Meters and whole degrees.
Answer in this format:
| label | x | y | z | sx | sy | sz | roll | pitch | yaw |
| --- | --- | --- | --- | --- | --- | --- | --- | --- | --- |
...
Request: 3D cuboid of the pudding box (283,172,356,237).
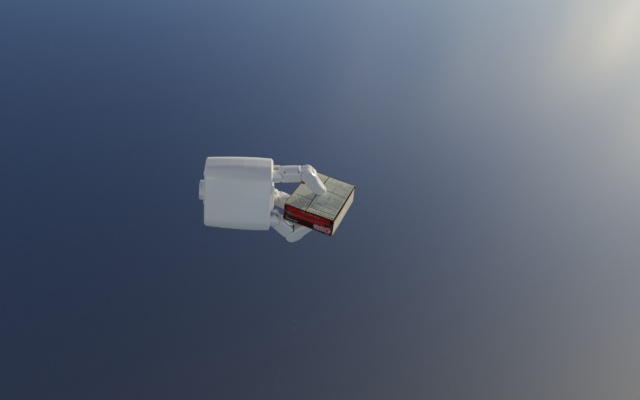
| label | x | y | z | sx | sy | sz | roll | pitch | yaw |
| --- | --- | --- | --- | --- | --- | --- | --- | --- | --- |
| pudding box | 0.000 | 0.003 | 0.811 | 0.090 | 0.039 | 0.113 | 21 | 42 | 13 |
